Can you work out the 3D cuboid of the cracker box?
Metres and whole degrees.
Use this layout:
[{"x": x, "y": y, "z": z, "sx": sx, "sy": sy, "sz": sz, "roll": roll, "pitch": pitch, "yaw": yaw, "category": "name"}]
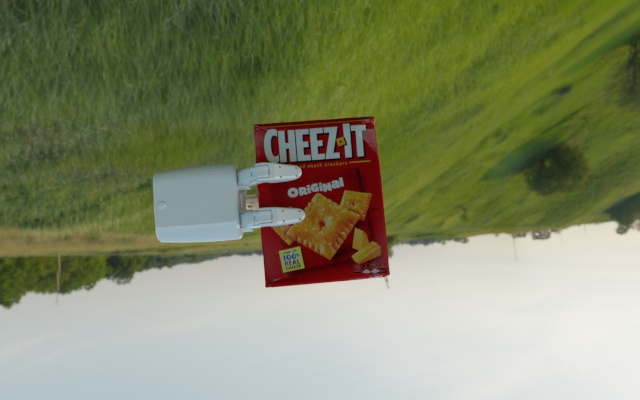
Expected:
[{"x": 0.000, "y": 0.002, "z": 0.640, "sx": 0.164, "sy": 0.213, "sz": 0.072, "roll": -5, "pitch": -5, "yaw": -3, "category": "cracker box"}]
